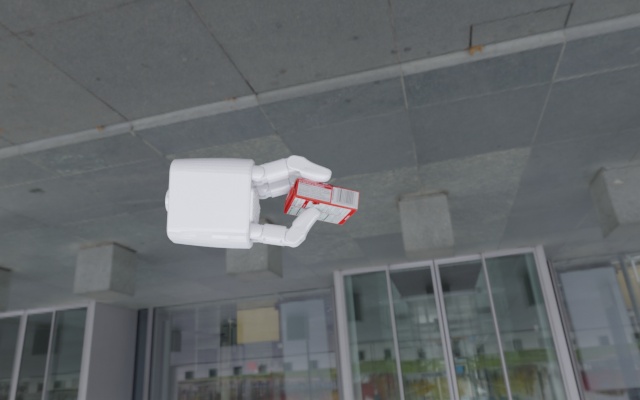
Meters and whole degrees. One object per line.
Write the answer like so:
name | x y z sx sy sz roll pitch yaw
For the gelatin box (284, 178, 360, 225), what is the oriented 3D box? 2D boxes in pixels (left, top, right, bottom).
gelatin box | 0.000 0.003 0.652 0.089 0.030 0.073 13 -21 -10
